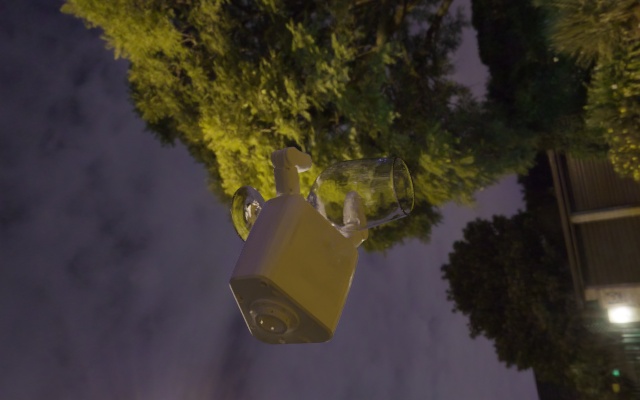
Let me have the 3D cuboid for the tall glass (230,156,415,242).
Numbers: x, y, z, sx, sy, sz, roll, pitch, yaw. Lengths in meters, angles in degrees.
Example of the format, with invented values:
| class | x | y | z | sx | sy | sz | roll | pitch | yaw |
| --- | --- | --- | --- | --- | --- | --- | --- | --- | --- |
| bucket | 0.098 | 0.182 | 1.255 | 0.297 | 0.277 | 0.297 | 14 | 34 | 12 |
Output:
| class | x | y | z | sx | sy | sz | roll | pitch | yaw |
| --- | --- | --- | --- | --- | --- | --- | --- | --- | --- |
| tall glass | -0.001 | 0.002 | 0.536 | 0.201 | 0.079 | 0.079 | -11 | -6 | 28 |
